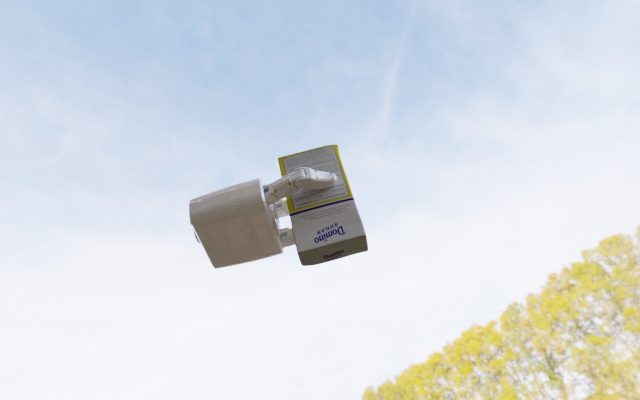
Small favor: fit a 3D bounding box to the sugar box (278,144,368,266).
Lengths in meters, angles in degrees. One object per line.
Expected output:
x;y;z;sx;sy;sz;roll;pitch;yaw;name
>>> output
0.000;0.002;0.670;0.093;0.176;0.048;-14;-37;0;sugar box
